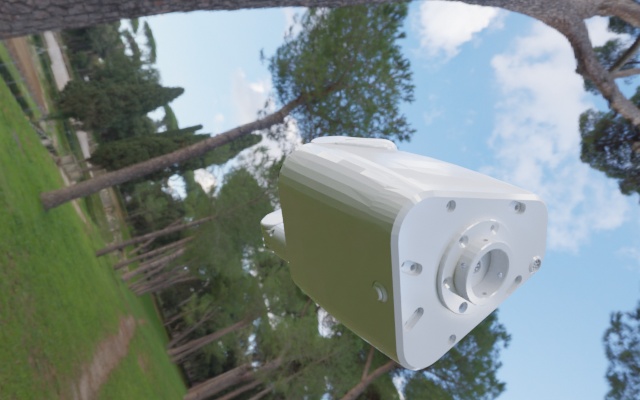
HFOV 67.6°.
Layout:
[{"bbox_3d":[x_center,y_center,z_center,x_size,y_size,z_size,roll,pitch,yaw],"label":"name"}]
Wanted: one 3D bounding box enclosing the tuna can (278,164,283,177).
[{"bbox_3d":[0.001,0.001,0.402,0.033,0.086,0.086,-21,10,-28],"label":"tuna can"}]
